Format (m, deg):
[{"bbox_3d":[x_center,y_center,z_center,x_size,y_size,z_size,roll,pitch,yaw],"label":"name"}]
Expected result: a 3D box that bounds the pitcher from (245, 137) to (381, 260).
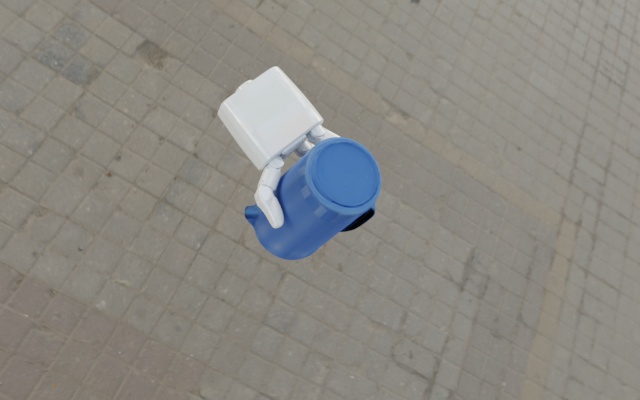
[{"bbox_3d":[0.000,0.002,0.713,0.149,0.145,0.243,-38,0,-28],"label":"pitcher"}]
